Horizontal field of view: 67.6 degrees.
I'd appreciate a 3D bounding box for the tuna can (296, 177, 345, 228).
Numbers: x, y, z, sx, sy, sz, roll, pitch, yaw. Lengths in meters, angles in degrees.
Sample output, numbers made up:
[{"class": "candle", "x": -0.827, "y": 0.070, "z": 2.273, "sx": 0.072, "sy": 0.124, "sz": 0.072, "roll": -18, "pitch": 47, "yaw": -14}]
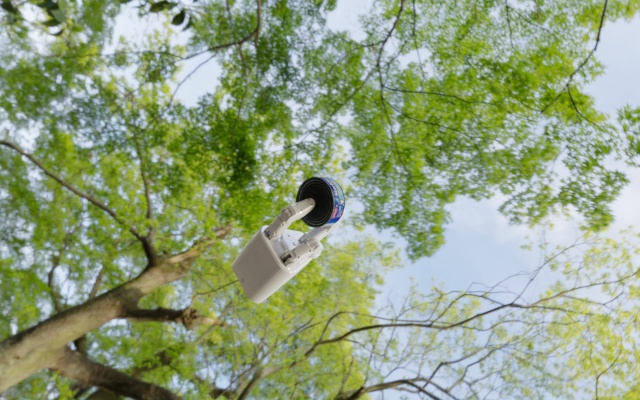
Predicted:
[{"class": "tuna can", "x": 0.001, "y": 0.003, "z": 0.810, "sx": 0.086, "sy": 0.086, "sz": 0.034, "roll": 0, "pitch": 2, "yaw": 42}]
